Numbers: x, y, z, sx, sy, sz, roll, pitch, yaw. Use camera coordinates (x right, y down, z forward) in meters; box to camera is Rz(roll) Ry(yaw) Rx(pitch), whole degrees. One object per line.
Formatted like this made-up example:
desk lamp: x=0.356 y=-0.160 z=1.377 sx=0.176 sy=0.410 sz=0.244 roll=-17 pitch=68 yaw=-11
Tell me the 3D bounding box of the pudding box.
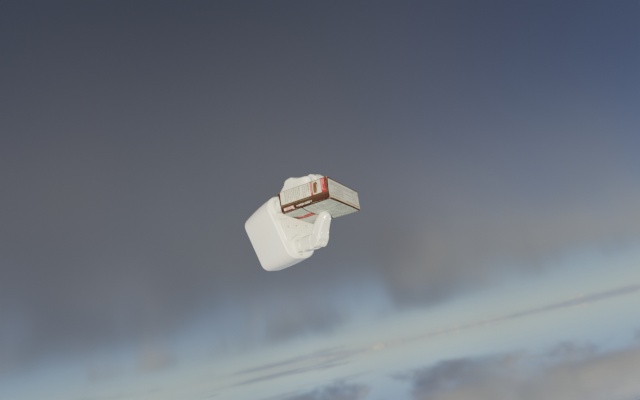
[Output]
pudding box: x=0.000 y=0.003 z=0.761 sx=0.090 sy=0.039 sz=0.113 roll=-19 pitch=-18 yaw=24
